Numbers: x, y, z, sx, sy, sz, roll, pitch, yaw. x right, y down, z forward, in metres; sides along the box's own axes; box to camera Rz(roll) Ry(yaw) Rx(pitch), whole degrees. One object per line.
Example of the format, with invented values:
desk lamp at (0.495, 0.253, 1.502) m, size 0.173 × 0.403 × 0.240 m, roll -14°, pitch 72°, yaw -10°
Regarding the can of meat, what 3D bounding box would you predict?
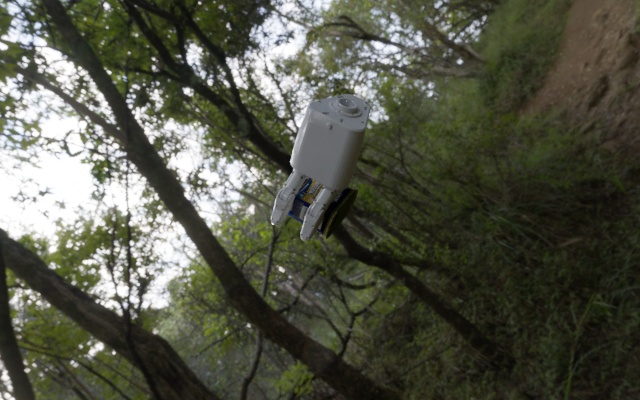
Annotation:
can of meat at (0.000, 0.002, 0.779) m, size 0.084 × 0.057 × 0.102 m, roll 29°, pitch 42°, yaw 13°
